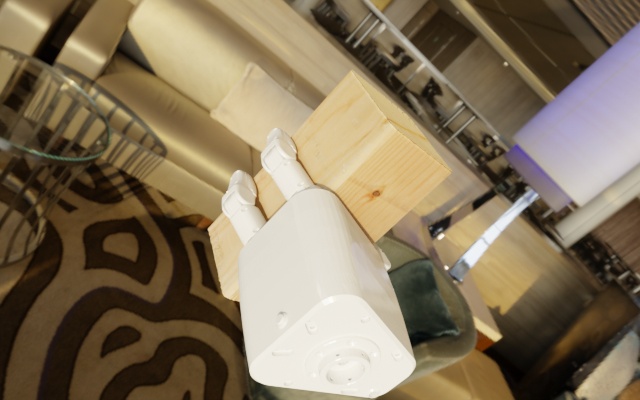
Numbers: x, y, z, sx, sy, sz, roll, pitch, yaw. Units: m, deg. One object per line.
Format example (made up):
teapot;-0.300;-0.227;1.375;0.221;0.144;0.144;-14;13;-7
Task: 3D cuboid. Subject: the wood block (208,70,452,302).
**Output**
wood block;0.000;0.002;0.434;0.091;0.090;0.206;27;-63;-41
